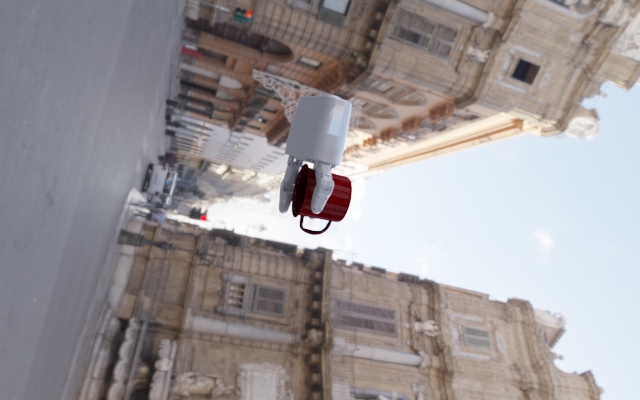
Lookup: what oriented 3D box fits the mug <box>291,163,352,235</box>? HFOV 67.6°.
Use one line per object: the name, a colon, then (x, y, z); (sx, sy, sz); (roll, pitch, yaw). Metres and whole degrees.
mug: (0.000, 0.004, 0.811); (0.081, 0.117, 0.093); (12, 4, -16)
